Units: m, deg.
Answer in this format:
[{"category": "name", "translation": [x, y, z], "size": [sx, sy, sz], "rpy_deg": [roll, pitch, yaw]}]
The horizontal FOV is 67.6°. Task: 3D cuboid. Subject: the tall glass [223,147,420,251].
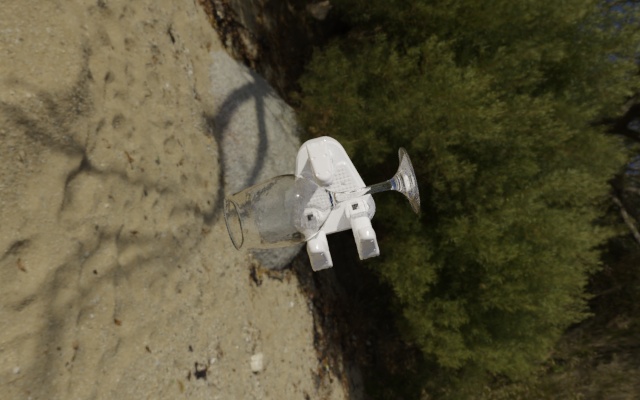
[{"category": "tall glass", "translation": [0.001, 0.002, 0.520], "size": [0.201, 0.079, 0.079], "rpy_deg": [-14, -1, 2]}]
